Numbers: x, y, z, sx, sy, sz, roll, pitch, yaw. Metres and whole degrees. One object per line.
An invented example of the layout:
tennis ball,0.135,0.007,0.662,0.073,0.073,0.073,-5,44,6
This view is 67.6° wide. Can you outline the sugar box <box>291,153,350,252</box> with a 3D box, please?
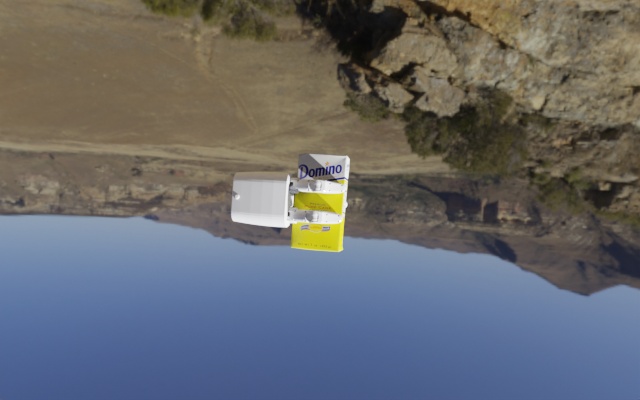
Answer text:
sugar box,0.000,0.003,0.882,0.093,0.176,0.048,3,-1,11
